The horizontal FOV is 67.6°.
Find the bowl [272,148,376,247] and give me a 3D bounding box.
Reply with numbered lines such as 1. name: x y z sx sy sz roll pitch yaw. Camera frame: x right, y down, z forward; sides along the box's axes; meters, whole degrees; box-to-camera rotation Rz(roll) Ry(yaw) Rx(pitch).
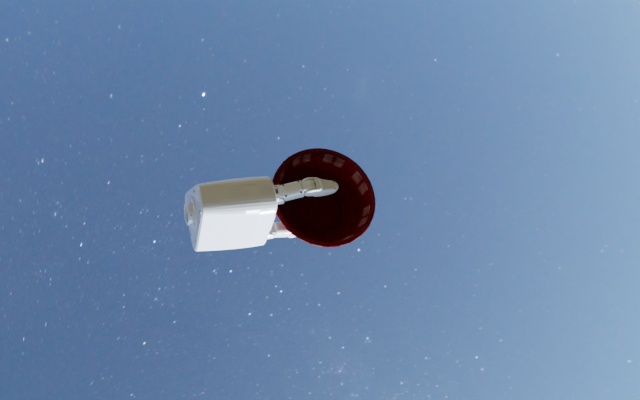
1. bowl: 0.001 0.003 0.737 0.162 0.162 0.055 0 -23 -15
